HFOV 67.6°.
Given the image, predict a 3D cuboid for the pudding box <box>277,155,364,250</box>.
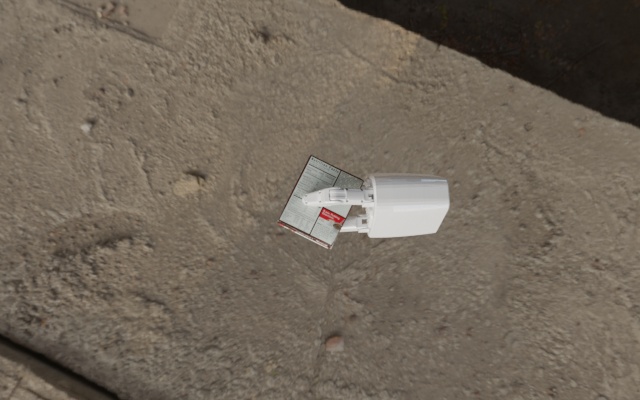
[{"bbox_3d":[0.000,0.002,0.699,0.090,0.113,0.039,26,-11,2],"label":"pudding box"}]
